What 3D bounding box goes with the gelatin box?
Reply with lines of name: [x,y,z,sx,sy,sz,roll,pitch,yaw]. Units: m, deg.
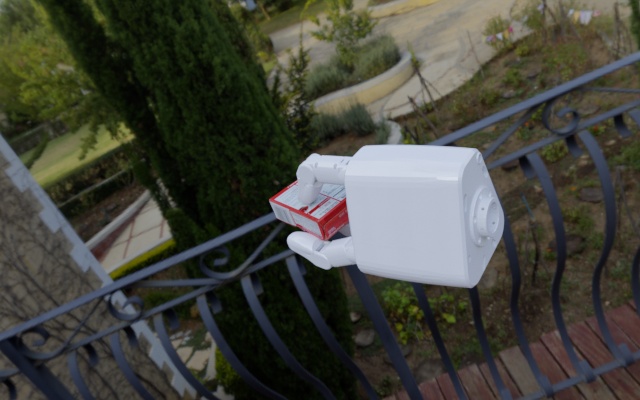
gelatin box: [0.000,0.001,0.519,0.073,0.030,0.089,-37,37,-27]
